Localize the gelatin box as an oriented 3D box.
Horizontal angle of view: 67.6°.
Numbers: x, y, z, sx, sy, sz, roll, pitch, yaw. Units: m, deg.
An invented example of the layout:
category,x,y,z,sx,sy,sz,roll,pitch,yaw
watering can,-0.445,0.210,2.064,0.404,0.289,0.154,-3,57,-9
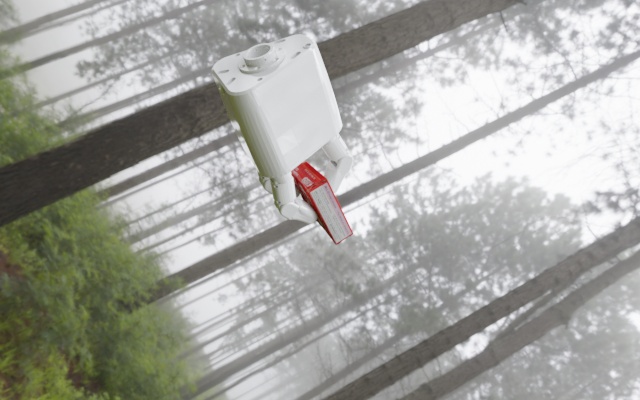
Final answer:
category,x,y,z,sx,sy,sz,roll,pitch,yaw
gelatin box,0.001,0.002,0.599,0.030,0.089,0.073,-32,30,-7
